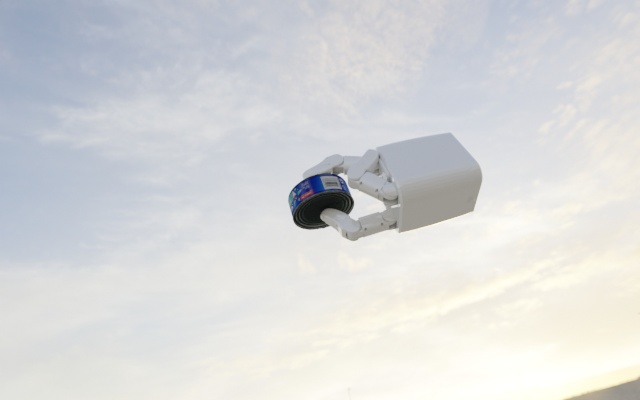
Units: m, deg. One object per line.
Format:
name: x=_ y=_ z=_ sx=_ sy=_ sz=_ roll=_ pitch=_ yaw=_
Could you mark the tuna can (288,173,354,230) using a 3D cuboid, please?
tuna can: x=0.000 y=0.002 z=0.645 sx=0.086 sy=0.033 sz=0.086 roll=-13 pitch=-34 yaw=-9
